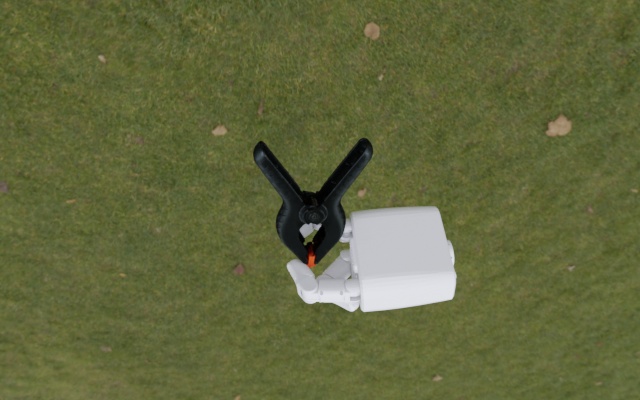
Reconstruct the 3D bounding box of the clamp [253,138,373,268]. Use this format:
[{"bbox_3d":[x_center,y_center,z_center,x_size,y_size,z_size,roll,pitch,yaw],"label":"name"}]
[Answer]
[{"bbox_3d":[0.000,0.002,0.521,0.120,0.172,0.039,-6,41,2],"label":"clamp"}]
